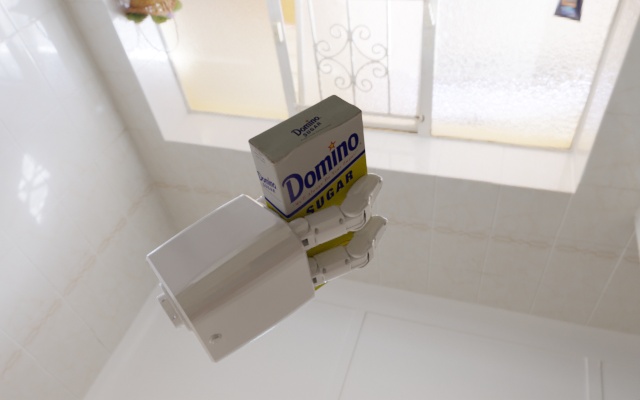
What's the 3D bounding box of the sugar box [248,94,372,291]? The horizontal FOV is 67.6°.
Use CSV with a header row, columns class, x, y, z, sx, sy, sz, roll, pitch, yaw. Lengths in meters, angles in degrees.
class,x,y,z,sx,sy,sz,roll,pitch,yaw
sugar box,0.000,0.002,0.444,0.093,0.176,0.048,-33,49,-21
